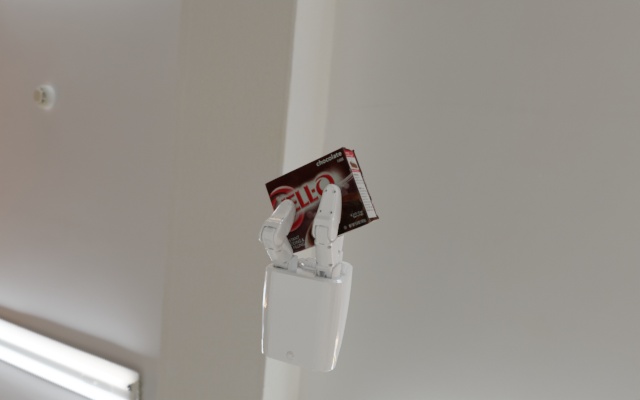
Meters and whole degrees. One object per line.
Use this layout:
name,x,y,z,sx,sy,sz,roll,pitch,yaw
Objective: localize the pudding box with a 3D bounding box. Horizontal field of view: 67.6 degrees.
pudding box,0.000,0.002,0.551,0.113,0.090,0.039,-23,-8,23
